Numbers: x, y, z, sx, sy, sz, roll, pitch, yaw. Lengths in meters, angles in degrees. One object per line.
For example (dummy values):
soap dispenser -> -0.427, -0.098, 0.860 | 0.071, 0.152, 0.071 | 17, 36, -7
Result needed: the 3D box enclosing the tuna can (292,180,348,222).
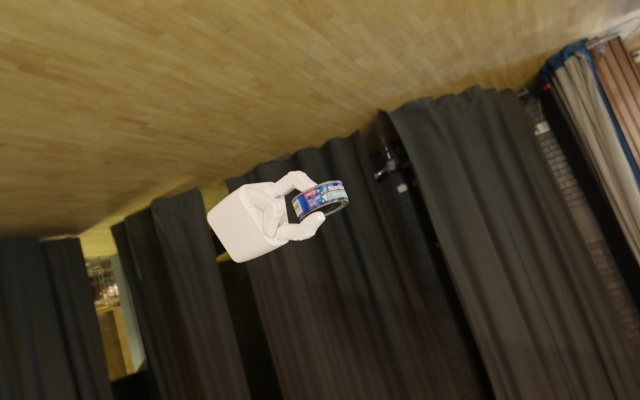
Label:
tuna can -> 0.000, 0.003, 0.753 | 0.086, 0.033, 0.086 | -21, -14, -5
